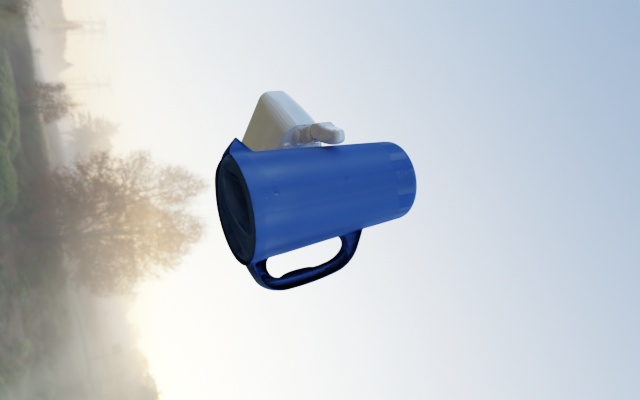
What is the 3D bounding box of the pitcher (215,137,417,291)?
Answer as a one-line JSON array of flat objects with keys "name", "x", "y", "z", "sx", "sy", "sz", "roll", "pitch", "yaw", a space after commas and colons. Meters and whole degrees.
[{"name": "pitcher", "x": 0.000, "y": 0.002, "z": 0.605, "sx": 0.243, "sy": 0.149, "sz": 0.145, "roll": -11, "pitch": 41, "yaw": -27}]
